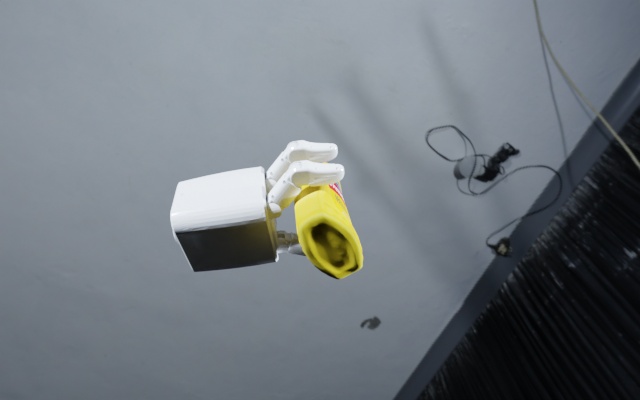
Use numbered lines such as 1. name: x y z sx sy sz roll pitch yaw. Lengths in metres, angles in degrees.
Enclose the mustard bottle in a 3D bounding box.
1. mustard bottle: 0.000 0.002 0.582 0.058 0.096 0.191 -30 31 10
